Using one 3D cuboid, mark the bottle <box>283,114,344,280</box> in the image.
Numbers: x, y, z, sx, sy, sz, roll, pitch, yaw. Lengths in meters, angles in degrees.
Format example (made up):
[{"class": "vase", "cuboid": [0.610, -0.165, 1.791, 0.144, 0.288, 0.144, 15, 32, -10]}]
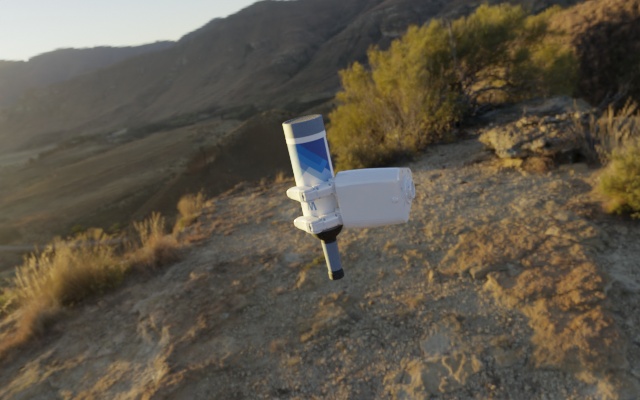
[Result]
[{"class": "bottle", "cuboid": [0.000, 0.002, 0.833, 0.069, 0.296, 0.069, -11, 17, 4]}]
